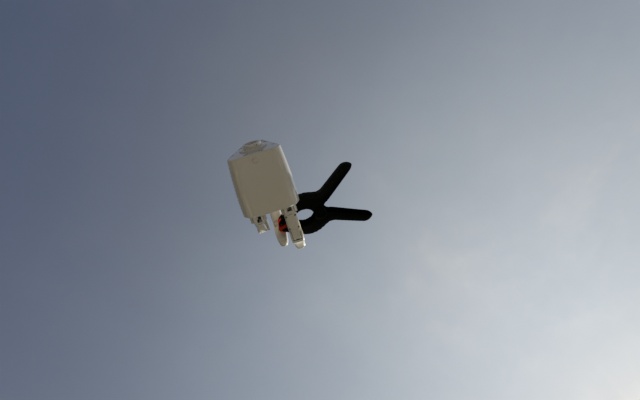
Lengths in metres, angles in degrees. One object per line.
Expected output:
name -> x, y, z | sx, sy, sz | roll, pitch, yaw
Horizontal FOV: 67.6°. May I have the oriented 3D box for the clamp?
clamp -> 0.000, 0.003, 0.853 | 0.171, 0.120, 0.039 | -17, 19, -3
